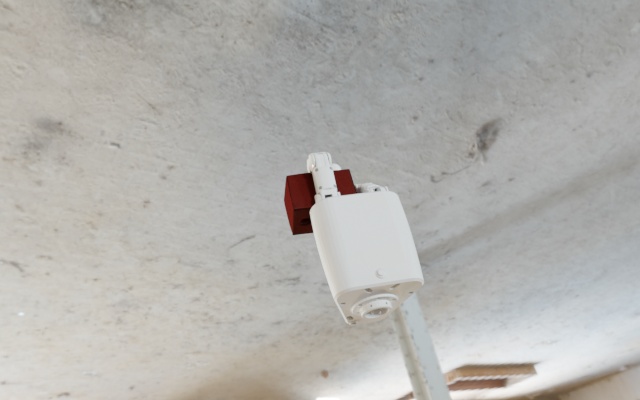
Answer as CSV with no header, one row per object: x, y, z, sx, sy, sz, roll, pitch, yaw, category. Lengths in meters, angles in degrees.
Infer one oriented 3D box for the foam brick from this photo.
0.000,0.002,0.555,0.078,0.051,0.053,-7,-34,-10,foam brick
